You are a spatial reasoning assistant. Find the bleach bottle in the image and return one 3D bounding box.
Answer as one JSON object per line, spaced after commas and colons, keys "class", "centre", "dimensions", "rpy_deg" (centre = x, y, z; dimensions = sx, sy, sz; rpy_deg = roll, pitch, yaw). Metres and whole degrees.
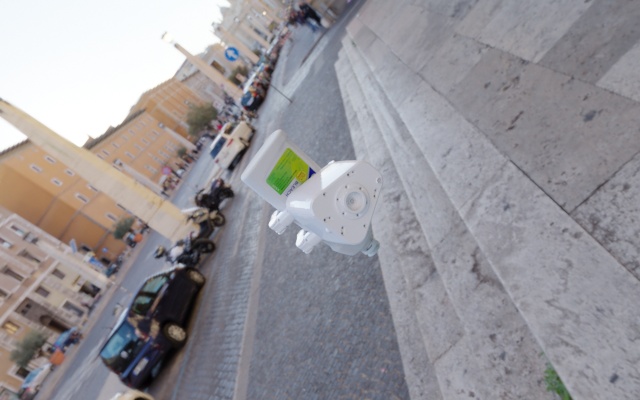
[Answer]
{"class": "bleach bottle", "centre": [0.000, 0.003, 0.770], "dimensions": [0.251, 0.102, 0.068], "rpy_deg": [37, -10, -16]}
